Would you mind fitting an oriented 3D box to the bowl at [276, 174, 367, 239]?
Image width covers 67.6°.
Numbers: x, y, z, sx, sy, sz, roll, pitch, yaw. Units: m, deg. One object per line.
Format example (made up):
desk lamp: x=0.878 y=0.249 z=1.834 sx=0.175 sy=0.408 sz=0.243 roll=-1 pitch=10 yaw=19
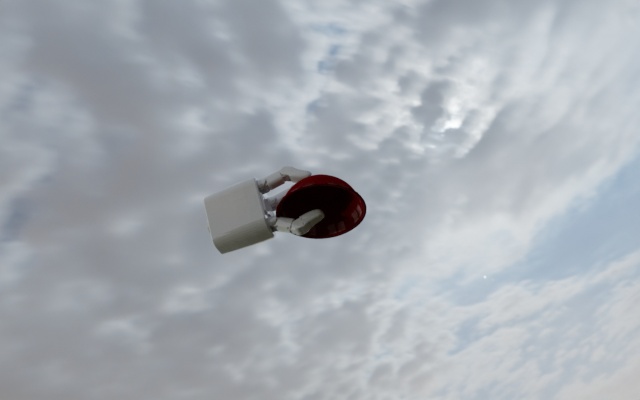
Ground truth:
bowl: x=0.001 y=0.002 z=0.862 sx=0.162 sy=0.055 sz=0.162 roll=-2 pitch=-39 yaw=-2
